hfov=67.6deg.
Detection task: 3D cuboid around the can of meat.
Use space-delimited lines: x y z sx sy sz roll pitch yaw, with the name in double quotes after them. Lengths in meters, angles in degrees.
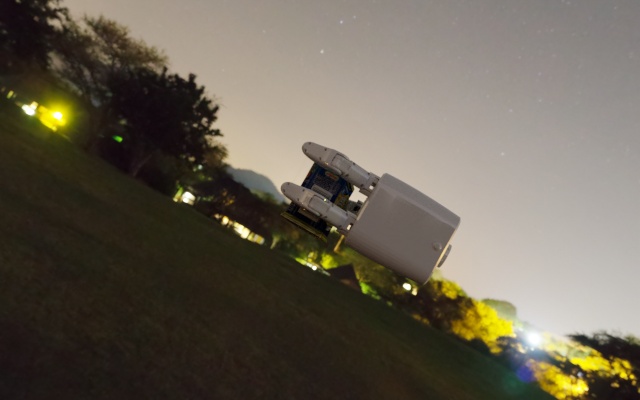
0.000 0.002 0.614 0.057 0.084 0.102 29 -5 11 "can of meat"
